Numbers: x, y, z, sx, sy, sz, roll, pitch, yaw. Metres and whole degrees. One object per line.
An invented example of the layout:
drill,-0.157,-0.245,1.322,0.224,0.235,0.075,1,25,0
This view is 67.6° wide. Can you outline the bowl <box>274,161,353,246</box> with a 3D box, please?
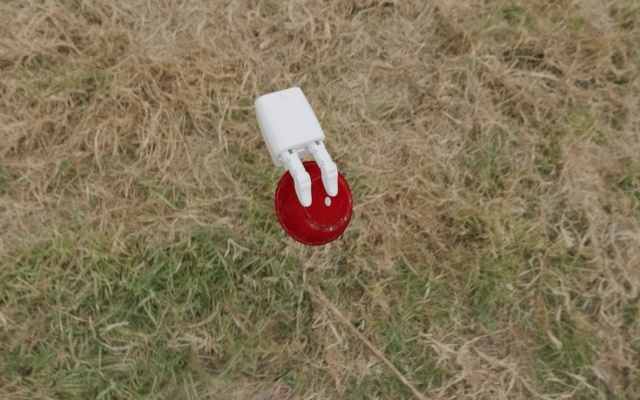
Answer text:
bowl,0.001,0.004,0.875,0.162,0.162,0.055,0,-4,-25
